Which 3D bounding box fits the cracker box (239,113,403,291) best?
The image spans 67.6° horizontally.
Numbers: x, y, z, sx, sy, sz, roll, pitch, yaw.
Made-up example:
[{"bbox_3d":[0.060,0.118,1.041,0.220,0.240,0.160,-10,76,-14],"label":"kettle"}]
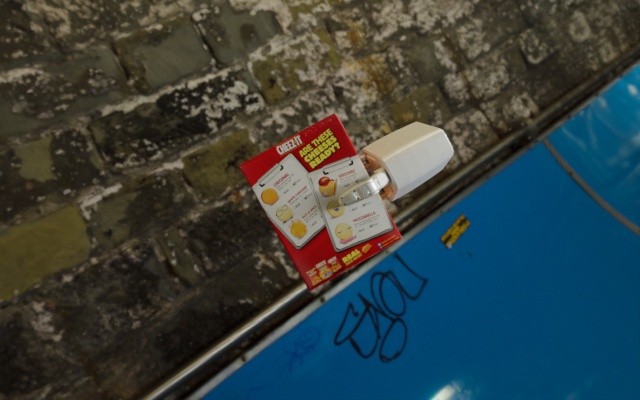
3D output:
[{"bbox_3d":[0.000,0.003,0.729,0.164,0.214,0.072,-29,5,-5],"label":"cracker box"}]
